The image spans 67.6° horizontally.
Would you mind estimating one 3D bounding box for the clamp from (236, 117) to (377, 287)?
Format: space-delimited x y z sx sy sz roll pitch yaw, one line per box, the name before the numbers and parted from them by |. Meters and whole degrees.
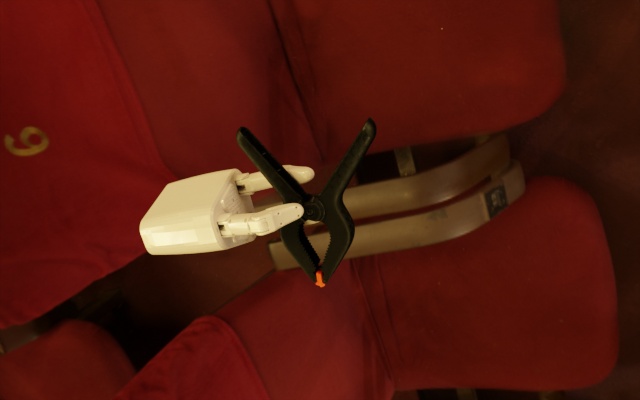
clamp | 0.000 0.003 0.565 0.164 0.210 0.036 -8 17 19
